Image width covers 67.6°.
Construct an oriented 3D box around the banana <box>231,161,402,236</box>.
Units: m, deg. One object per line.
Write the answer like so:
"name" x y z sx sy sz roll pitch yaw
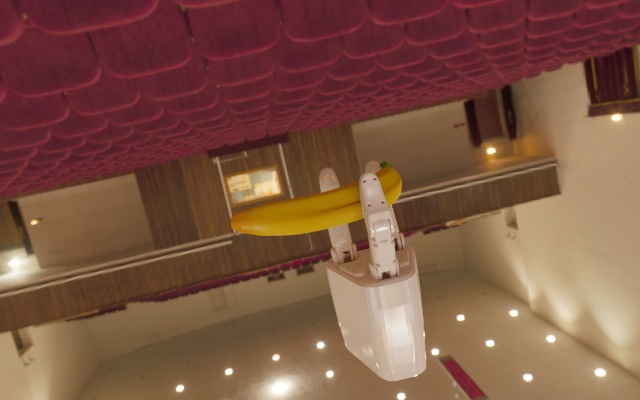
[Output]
"banana" 0.013 0.003 0.473 0.198 0.037 0.069 -18 16 -28
